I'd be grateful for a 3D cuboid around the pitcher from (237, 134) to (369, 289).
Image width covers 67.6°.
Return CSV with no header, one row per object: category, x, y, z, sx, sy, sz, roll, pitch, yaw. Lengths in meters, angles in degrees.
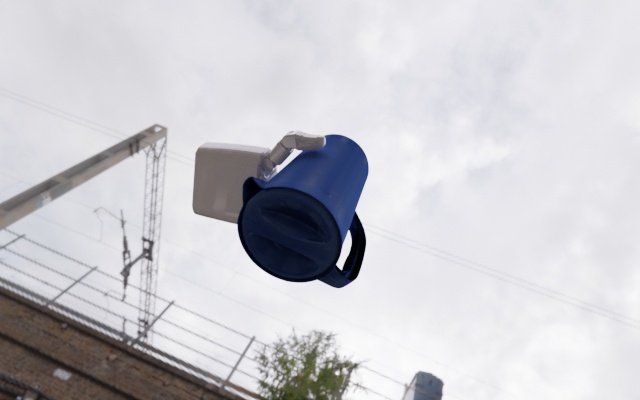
pitcher,0.000,0.002,0.668,0.145,0.149,0.242,8,28,15
